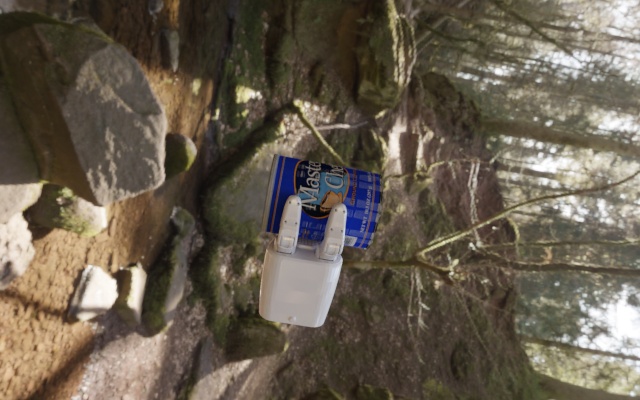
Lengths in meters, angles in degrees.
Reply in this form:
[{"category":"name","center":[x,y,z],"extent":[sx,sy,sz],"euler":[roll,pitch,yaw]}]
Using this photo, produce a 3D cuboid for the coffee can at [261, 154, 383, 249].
[{"category":"coffee can","center":[0.000,0.002,0.622],"extent":[0.140,0.103,0.103],"euler":[10,-1,-5]}]
